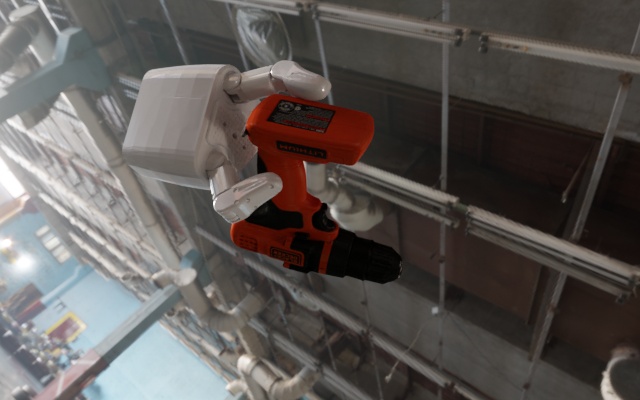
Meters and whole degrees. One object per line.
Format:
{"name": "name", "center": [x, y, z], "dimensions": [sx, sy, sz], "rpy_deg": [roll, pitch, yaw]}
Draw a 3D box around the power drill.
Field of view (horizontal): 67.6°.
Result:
{"name": "power drill", "center": [0.000, 0.001, 0.454], "dimensions": [0.184, 0.188, 0.057], "rpy_deg": [13, 44, 7]}
